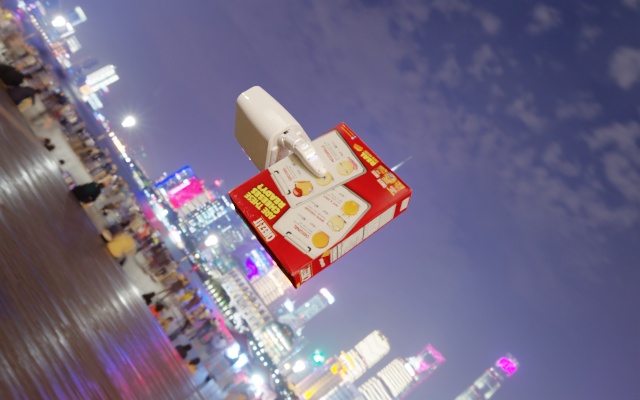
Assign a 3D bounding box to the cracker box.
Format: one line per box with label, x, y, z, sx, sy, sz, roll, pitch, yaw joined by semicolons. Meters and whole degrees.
cracker box;0.000;0.002;0.711;0.213;0.164;0.072;-34;-26;-15
